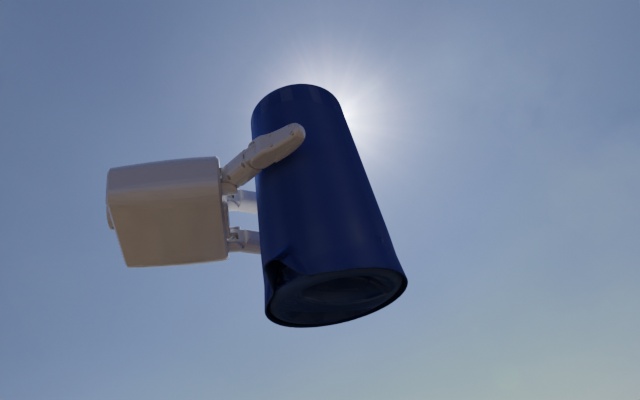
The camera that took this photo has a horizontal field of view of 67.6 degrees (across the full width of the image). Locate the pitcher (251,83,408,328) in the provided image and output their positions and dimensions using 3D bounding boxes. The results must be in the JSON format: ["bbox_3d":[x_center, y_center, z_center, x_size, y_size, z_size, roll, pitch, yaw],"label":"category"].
[{"bbox_3d":[0.000,0.002,0.503,0.145,0.242,0.149,-7,-33,-8],"label":"pitcher"}]
